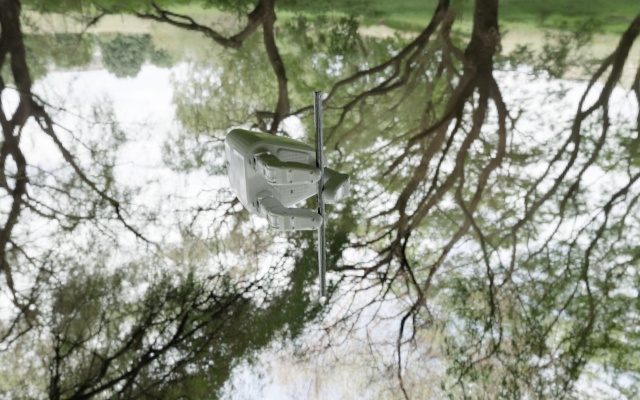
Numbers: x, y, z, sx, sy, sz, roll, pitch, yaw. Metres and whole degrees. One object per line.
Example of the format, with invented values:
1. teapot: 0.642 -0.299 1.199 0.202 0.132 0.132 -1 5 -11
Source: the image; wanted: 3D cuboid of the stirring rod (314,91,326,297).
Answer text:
1. stirring rod: 0.000 0.002 0.529 0.011 0.240 0.011 -1 21 0
